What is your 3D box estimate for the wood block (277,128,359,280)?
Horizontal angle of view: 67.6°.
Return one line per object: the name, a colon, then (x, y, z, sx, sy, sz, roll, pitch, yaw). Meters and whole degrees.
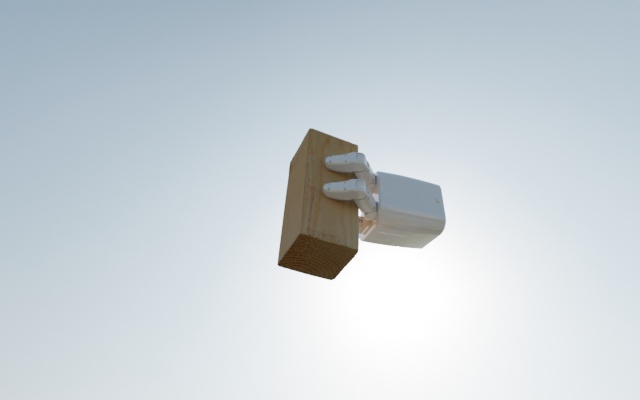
wood block: (0.000, 0.003, 0.722, 0.090, 0.206, 0.091, 18, -43, -16)
